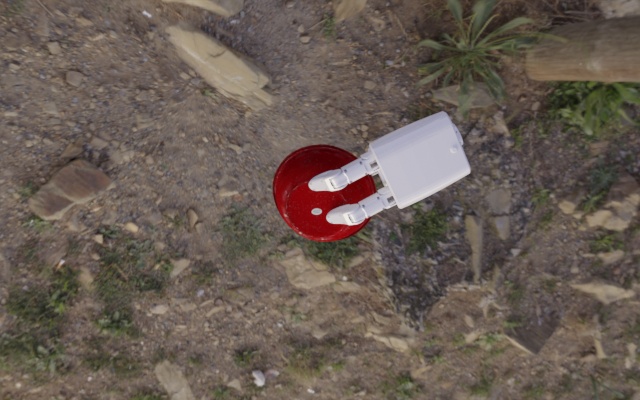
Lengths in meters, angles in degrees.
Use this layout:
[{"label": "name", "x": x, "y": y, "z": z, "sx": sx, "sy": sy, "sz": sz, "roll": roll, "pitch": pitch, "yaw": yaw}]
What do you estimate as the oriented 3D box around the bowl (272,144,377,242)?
[{"label": "bowl", "x": -0.001, "y": 0.003, "z": 0.703, "sx": 0.162, "sy": 0.162, "sz": 0.055, "roll": 0, "pitch": 26, "yaw": 12}]
